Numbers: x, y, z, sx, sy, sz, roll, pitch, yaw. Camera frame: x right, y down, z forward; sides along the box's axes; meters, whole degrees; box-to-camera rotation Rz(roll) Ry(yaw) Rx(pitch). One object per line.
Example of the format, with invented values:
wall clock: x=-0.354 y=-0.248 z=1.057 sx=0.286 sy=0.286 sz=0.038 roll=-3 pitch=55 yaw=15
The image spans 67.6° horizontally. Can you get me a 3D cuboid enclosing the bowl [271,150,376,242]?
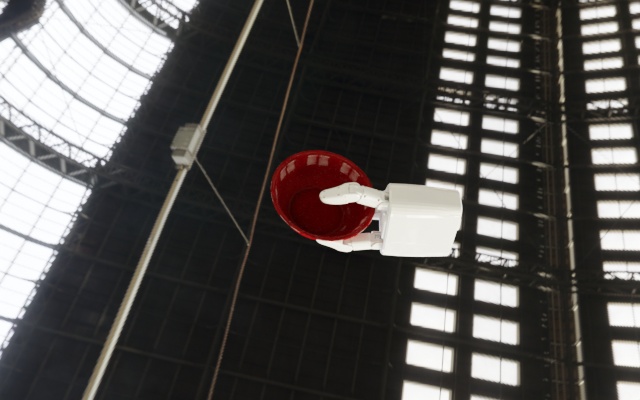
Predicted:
bowl: x=-0.001 y=0.002 z=0.732 sx=0.162 sy=0.162 sz=0.055 roll=0 pitch=-32 yaw=-16
